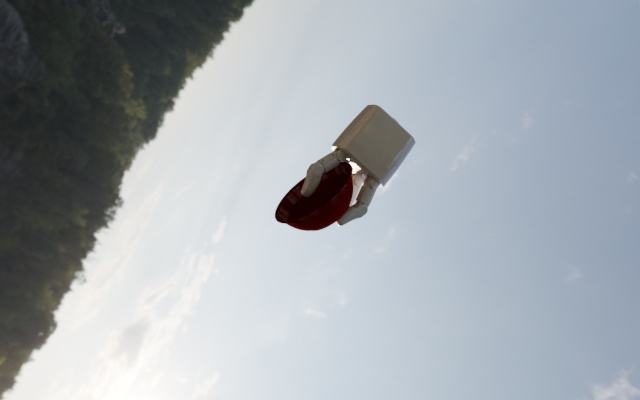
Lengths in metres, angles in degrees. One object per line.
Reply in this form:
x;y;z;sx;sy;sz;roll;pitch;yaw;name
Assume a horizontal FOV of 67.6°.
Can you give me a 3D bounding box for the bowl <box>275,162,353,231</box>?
-0.001;0.004;0.838;0.162;0.055;0.162;-30;24;14;bowl
